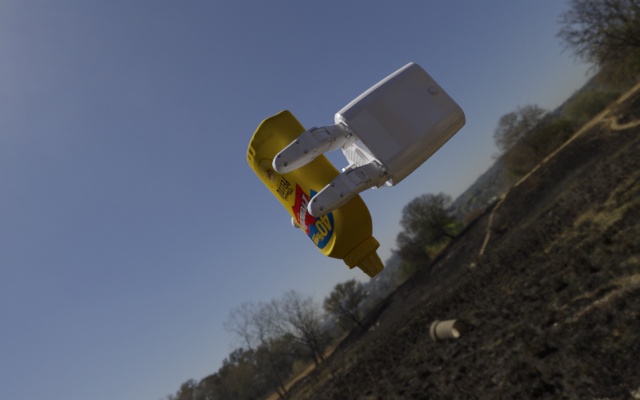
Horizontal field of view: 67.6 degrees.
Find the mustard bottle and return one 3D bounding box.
[{"bbox_3d":[0.000,0.002,0.507,0.058,0.191,0.096,-32,-15,-31],"label":"mustard bottle"}]
